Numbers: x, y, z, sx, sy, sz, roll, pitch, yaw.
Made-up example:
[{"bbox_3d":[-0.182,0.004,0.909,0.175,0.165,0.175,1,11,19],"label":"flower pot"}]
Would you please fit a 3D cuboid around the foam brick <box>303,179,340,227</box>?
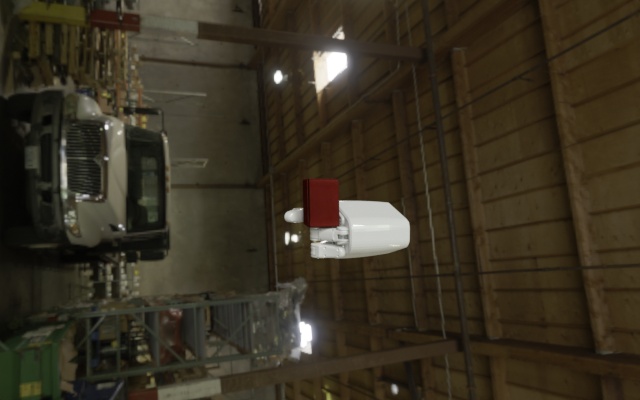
[{"bbox_3d":[0.000,0.002,0.776,0.051,0.078,0.053,-2,4,-10],"label":"foam brick"}]
